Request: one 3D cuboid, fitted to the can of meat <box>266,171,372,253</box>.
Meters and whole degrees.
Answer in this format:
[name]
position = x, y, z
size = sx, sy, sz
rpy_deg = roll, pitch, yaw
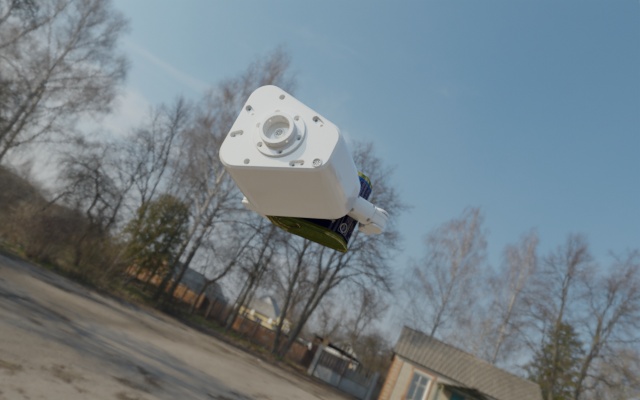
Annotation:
[can of meat]
position = 0.000, 0.002, 0.559
size = 0.102, 0.084, 0.057
rpy_deg = 19, -18, 23
